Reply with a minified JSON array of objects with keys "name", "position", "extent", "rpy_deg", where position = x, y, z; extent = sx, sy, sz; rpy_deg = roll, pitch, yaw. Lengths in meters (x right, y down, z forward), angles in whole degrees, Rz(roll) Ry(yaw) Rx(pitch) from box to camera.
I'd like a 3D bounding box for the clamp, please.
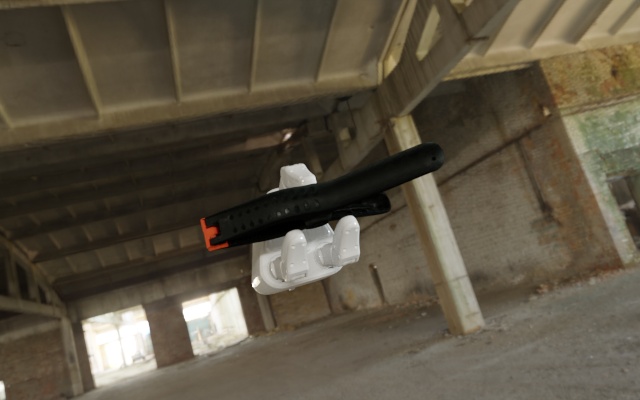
[{"name":"clamp","position":[-0.001,0.001,0.432],"extent":[0.210,0.036,0.165],"rpy_deg":[-13,-14,-19]}]
